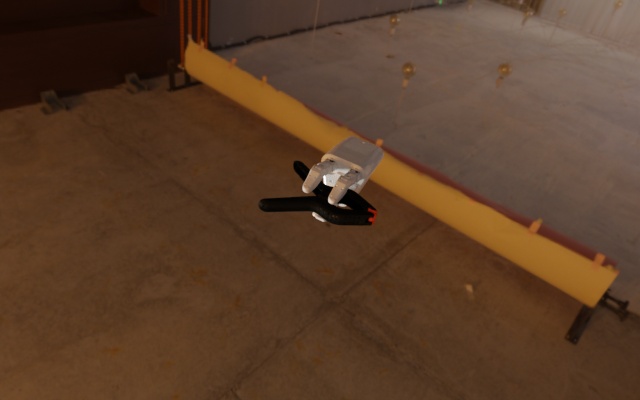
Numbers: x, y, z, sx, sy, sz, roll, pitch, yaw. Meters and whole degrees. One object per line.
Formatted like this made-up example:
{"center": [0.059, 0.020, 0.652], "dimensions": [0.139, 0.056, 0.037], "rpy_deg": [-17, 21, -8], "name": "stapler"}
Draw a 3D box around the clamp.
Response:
{"center": [0.001, 0.004, 0.892], "dimensions": [0.210, 0.036, 0.164], "rpy_deg": [24, 41, 18], "name": "clamp"}
